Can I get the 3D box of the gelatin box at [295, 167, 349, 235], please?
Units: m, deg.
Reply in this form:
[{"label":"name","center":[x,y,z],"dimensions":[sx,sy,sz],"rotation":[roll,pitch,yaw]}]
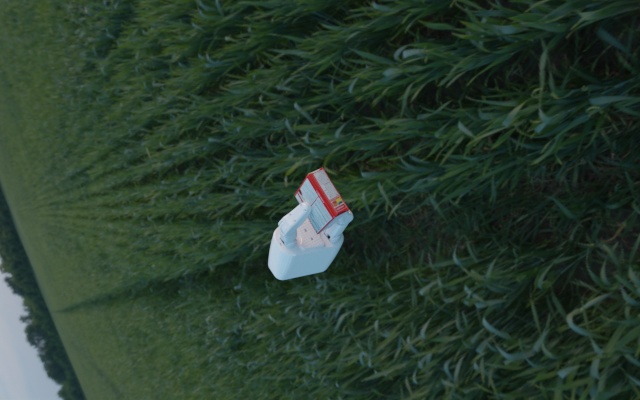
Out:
[{"label":"gelatin box","center":[0.000,0.002,0.709],"dimensions":[0.030,0.073,0.089],"rotation":[-27,-10,-24]}]
